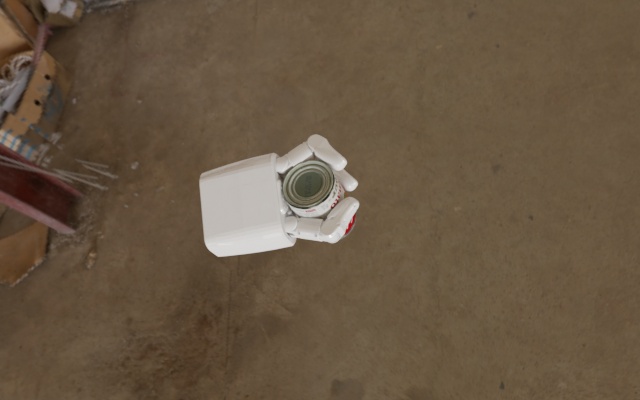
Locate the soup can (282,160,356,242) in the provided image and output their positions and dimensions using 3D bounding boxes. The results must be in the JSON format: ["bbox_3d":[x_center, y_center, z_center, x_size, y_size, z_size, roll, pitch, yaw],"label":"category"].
[{"bbox_3d":[0.000,0.002,0.607,0.068,0.068,0.102,0,-27,21],"label":"soup can"}]
